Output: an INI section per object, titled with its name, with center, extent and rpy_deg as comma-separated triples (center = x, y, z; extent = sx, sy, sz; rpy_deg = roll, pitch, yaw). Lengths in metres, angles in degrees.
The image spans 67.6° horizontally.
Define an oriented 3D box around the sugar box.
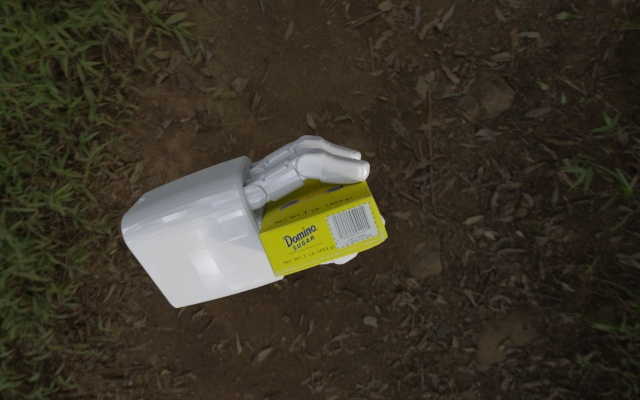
[sugar box]
center = 0.000, 0.001, 0.440
extent = 0.093, 0.048, 0.176
rpy_deg = -18, 19, 4
